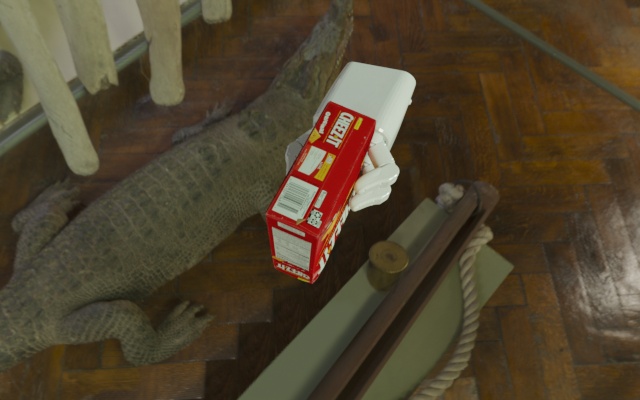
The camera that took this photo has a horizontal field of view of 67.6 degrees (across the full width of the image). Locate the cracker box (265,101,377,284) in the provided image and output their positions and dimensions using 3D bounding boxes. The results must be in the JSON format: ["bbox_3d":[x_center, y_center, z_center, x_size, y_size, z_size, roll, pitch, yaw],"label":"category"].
[{"bbox_3d":[0.000,0.002,0.622,0.072,0.164,0.214,24,-22,8],"label":"cracker box"}]
